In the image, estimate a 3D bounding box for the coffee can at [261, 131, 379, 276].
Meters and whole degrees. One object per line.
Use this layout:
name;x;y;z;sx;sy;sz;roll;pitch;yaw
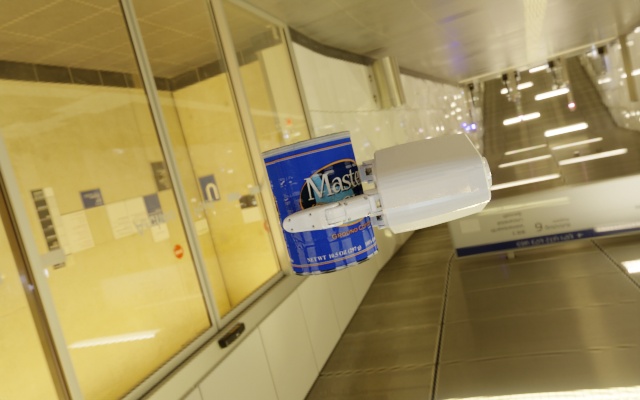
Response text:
coffee can;0.000;0.002;0.541;0.103;0.140;0.103;-14;5;1
